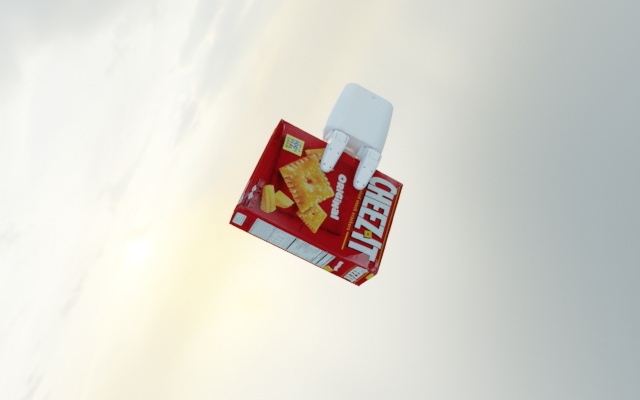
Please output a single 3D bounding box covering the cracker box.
[{"bbox_3d":[0.000,0.002,0.695,0.214,0.164,0.072,27,-31,-9],"label":"cracker box"}]
